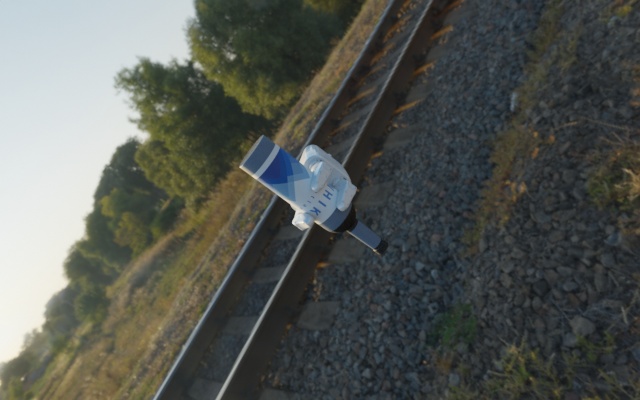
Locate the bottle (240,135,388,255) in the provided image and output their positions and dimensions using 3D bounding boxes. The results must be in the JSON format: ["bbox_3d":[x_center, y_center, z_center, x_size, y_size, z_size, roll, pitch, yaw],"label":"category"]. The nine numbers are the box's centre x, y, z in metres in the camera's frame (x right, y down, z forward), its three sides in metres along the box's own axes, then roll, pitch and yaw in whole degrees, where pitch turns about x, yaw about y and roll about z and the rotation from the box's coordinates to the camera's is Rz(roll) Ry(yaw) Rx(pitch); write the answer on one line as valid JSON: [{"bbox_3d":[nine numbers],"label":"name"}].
[{"bbox_3d":[0.000,0.003,0.825,0.296,0.069,0.069,37,-11,-16],"label":"bottle"}]
